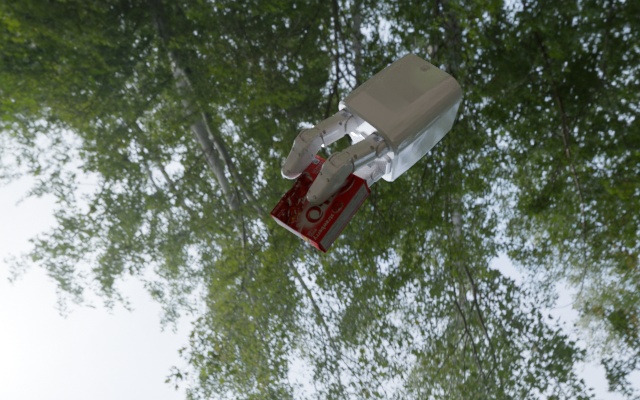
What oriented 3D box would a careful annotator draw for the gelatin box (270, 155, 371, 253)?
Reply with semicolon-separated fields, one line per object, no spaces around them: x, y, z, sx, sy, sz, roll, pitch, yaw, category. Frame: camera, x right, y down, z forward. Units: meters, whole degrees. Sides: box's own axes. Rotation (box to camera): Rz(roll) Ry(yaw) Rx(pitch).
0.000;0.002;0.526;0.073;0.089;0.030;30;-14;31;gelatin box
